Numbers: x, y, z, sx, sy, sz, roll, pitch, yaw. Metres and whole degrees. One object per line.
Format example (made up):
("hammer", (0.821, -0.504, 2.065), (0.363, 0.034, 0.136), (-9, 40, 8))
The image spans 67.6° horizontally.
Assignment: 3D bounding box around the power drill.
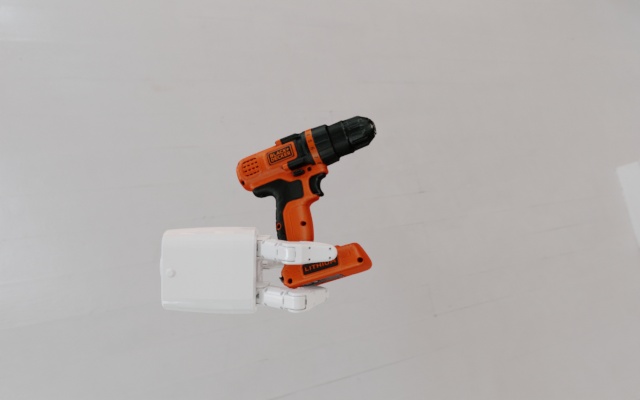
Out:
("power drill", (0.000, 0.002, 0.578), (0.184, 0.187, 0.057), (-20, -19, 12))
